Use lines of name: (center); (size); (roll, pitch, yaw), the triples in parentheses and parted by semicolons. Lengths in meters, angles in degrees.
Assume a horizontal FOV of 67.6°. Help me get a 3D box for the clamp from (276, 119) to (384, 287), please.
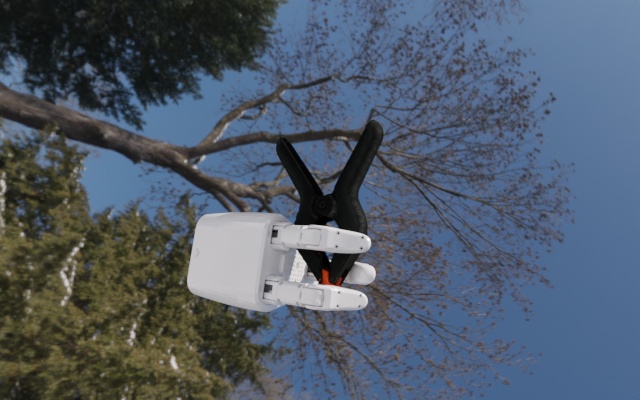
clamp: (0.000, 0.002, 0.493); (0.120, 0.171, 0.039); (2, -10, 33)
